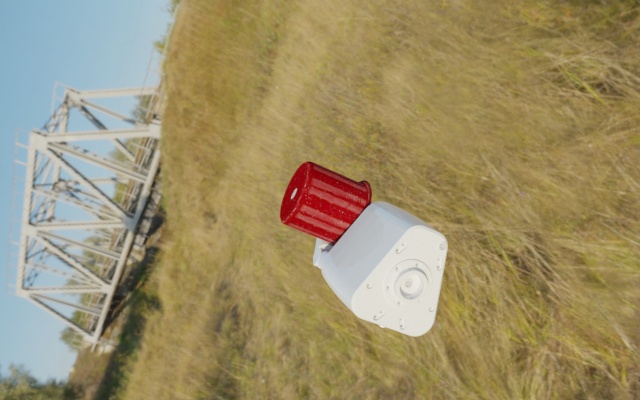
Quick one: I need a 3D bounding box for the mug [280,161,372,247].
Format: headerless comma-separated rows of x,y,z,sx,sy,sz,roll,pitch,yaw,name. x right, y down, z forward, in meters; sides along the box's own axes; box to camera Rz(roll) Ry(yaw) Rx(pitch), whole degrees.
0.000,0.002,0.588,0.081,0.093,0.117,23,3,-18,mug
